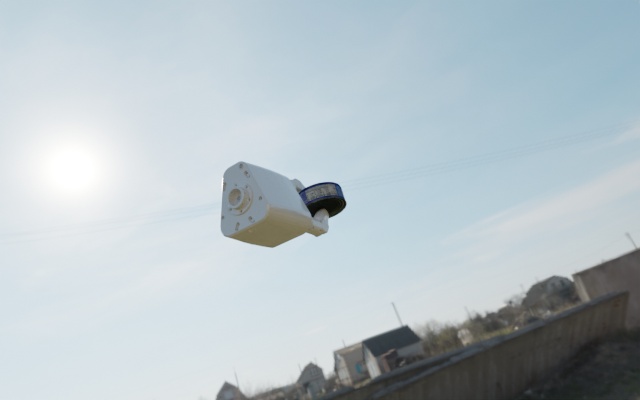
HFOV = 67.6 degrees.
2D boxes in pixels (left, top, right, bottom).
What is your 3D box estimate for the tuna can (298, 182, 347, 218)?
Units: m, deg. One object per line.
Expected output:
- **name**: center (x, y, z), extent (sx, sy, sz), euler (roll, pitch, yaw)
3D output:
- **tuna can**: center (0.000, 0.002, 0.828), extent (0.086, 0.033, 0.086), euler (-14, -25, -7)
